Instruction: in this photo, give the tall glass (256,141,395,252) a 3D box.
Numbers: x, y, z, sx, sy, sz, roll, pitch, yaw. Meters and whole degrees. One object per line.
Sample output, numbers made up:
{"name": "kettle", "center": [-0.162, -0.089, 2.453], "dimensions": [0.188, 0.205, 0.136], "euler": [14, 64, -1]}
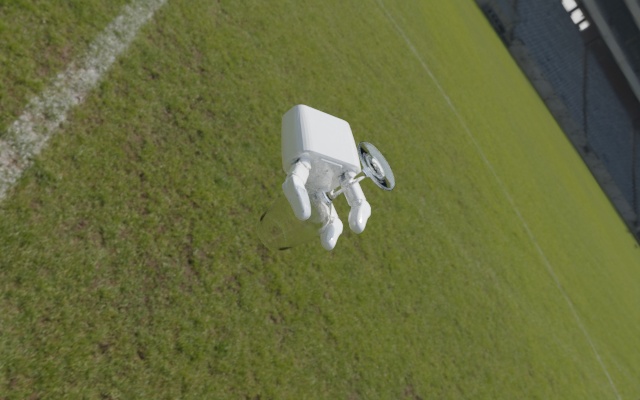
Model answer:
{"name": "tall glass", "center": [0.001, 0.002, 0.661], "dimensions": [0.201, 0.079, 0.079], "euler": [-33, -18, 29]}
